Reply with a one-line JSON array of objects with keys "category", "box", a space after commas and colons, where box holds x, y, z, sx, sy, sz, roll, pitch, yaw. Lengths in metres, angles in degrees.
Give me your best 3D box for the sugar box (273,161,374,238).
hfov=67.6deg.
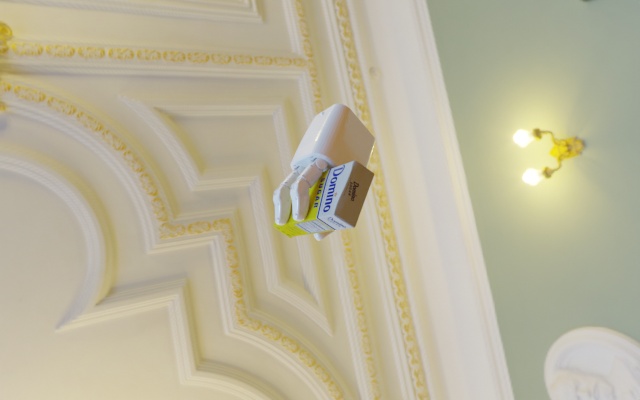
[{"category": "sugar box", "box": [0.000, 0.002, 0.732, 0.048, 0.093, 0.176, 32, -25, -23]}]
